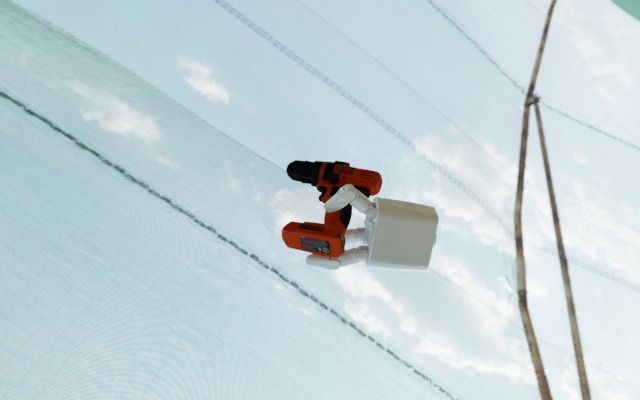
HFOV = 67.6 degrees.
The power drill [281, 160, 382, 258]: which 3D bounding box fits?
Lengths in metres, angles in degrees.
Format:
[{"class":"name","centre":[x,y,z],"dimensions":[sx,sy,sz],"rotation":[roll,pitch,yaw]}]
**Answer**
[{"class":"power drill","centre":[0.000,0.003,0.840],"dimensions":[0.184,0.187,0.057],"rotation":[9,-40,19]}]
